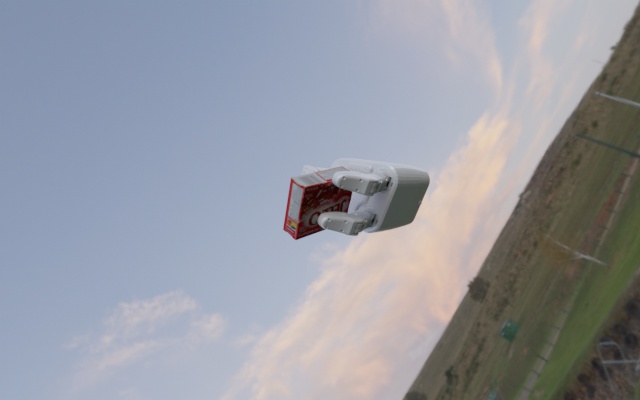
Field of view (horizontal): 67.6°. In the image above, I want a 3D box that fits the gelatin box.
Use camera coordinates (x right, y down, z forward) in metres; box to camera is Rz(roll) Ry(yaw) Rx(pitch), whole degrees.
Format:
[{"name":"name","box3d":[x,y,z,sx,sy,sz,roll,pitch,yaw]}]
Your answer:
[{"name":"gelatin box","box3d":[0.000,0.002,0.589,0.089,0.073,0.030,-15,38,-40]}]
